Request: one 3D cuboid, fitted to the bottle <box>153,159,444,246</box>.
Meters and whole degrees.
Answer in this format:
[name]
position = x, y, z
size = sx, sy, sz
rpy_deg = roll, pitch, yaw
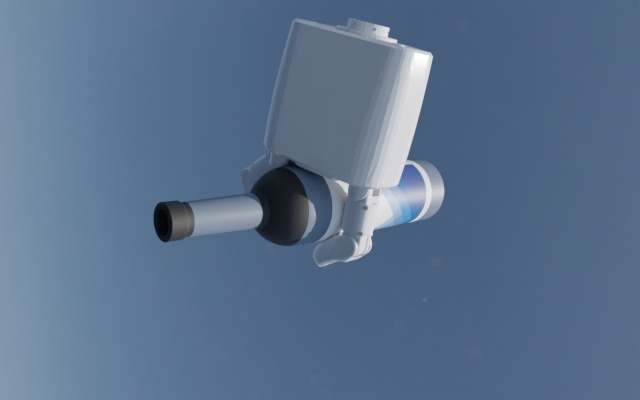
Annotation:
[bottle]
position = 0.000, 0.001, 0.420
size = 0.295, 0.069, 0.069
rpy_deg = -7, 5, -43
